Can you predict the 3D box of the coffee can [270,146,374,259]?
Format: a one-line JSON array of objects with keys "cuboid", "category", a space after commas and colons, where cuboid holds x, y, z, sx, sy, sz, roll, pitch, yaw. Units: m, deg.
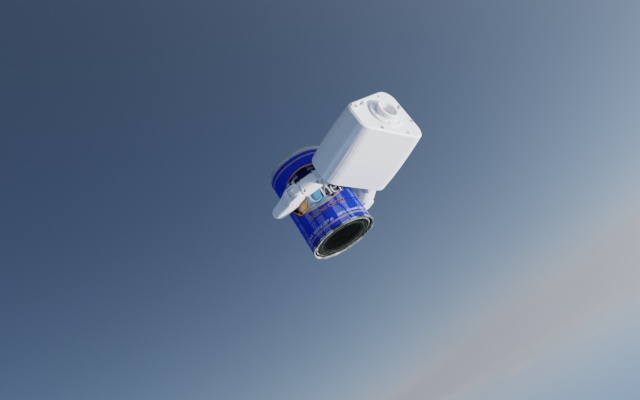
[{"cuboid": [0.000, 0.002, 0.724, 0.103, 0.140, 0.103, -27, -25, -14], "category": "coffee can"}]
